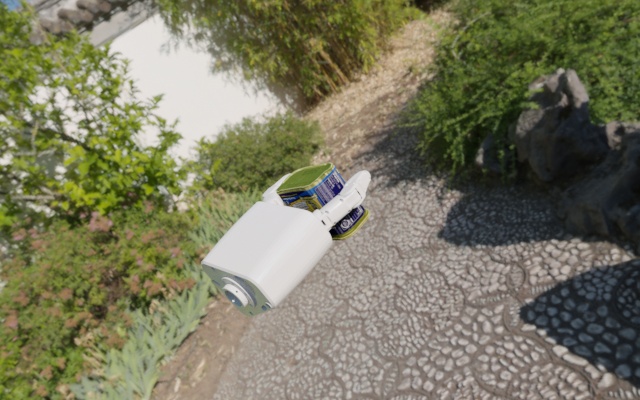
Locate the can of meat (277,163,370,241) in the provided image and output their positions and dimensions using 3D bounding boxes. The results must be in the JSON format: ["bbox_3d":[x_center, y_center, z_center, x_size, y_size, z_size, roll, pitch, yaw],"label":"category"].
[{"bbox_3d":[0.000,0.002,0.614,0.057,0.084,0.102,-47,22,-28],"label":"can of meat"}]
